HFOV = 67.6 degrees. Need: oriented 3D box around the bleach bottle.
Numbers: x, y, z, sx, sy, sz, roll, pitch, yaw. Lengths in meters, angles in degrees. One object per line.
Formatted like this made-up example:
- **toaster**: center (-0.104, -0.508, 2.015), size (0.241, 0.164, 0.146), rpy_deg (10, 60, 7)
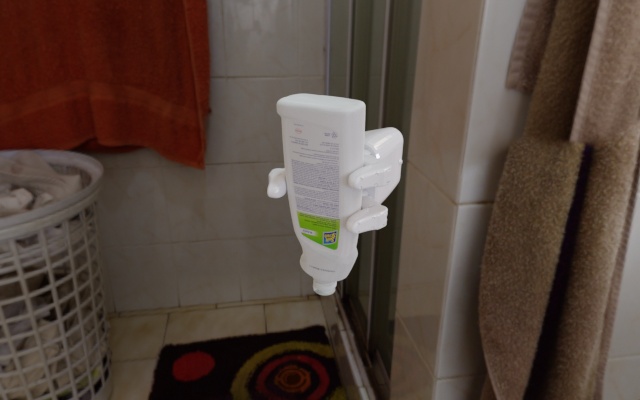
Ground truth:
- **bleach bottle**: center (0.000, 0.002, 0.590), size (0.102, 0.251, 0.068), rpy_deg (13, 26, 25)
